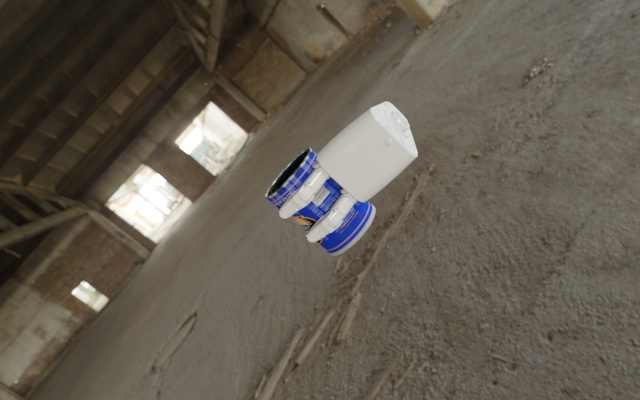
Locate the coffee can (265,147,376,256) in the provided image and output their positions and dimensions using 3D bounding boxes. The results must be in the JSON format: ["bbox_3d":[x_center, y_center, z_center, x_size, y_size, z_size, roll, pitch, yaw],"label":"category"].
[{"bbox_3d":[0.000,0.003,0.738,0.140,0.103,0.103,42,-12,-14],"label":"coffee can"}]
